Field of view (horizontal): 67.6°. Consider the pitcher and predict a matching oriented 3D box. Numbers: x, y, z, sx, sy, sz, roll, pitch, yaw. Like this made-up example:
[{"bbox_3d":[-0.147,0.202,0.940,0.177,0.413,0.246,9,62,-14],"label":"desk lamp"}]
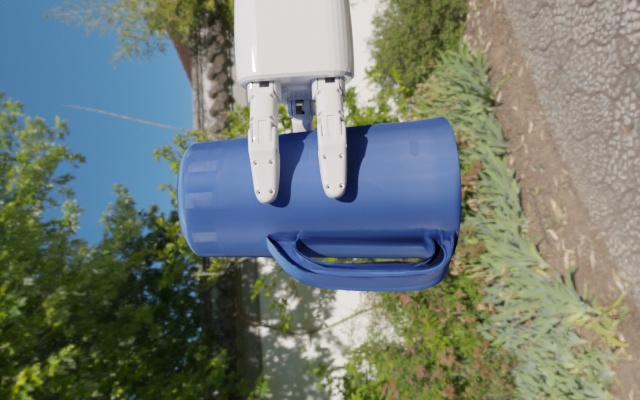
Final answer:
[{"bbox_3d":[0.000,0.001,0.439,0.243,0.145,0.149,-3,2,2],"label":"pitcher"}]
